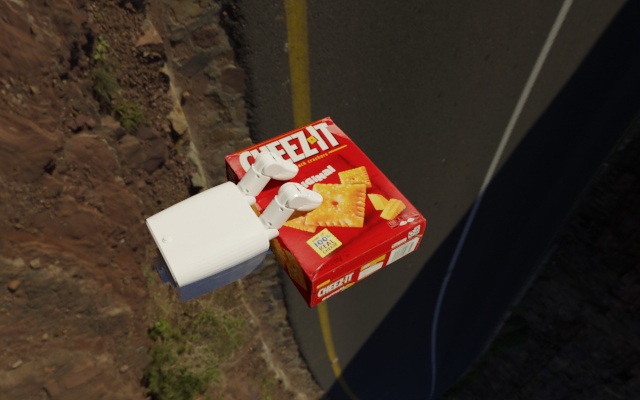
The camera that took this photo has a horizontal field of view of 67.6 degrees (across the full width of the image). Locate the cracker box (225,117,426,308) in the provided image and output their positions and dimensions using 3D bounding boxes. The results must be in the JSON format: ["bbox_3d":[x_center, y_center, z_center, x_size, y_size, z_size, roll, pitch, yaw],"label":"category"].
[{"bbox_3d":[0.000,0.002,0.600,0.164,0.213,0.072,-24,-33,-23],"label":"cracker box"}]
